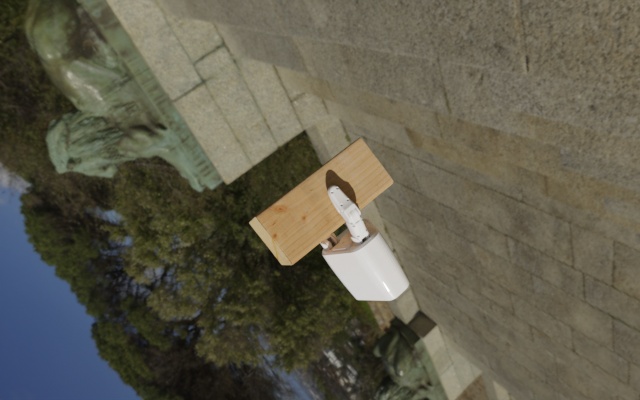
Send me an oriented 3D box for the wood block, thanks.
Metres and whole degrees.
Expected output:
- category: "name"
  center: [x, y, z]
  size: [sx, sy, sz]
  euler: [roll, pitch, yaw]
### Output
- category: "wood block"
  center: [0.000, 0.003, 0.752]
  size: [0.206, 0.090, 0.091]
  euler: [-38, 3, -16]
